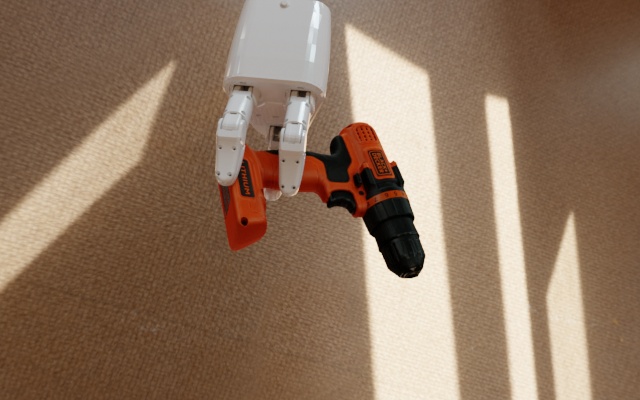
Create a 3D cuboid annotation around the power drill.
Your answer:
[{"bbox_3d":[0.000,0.001,0.473,0.187,0.184,0.057,-4,-34,-23],"label":"power drill"}]
